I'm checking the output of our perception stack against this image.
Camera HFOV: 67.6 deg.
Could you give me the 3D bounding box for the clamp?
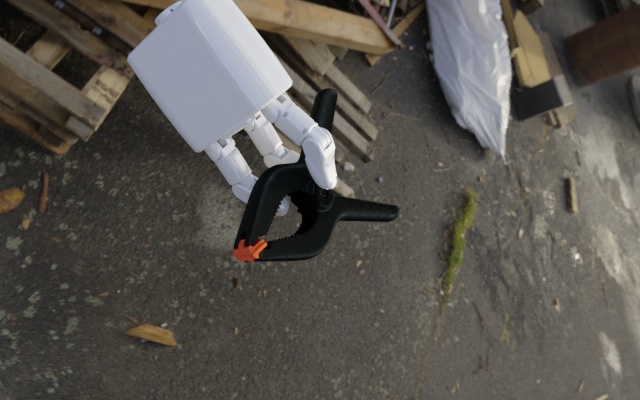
[{"bbox_3d":[0.000,0.002,0.475,0.036,0.164,0.210,-18,24,47],"label":"clamp"}]
